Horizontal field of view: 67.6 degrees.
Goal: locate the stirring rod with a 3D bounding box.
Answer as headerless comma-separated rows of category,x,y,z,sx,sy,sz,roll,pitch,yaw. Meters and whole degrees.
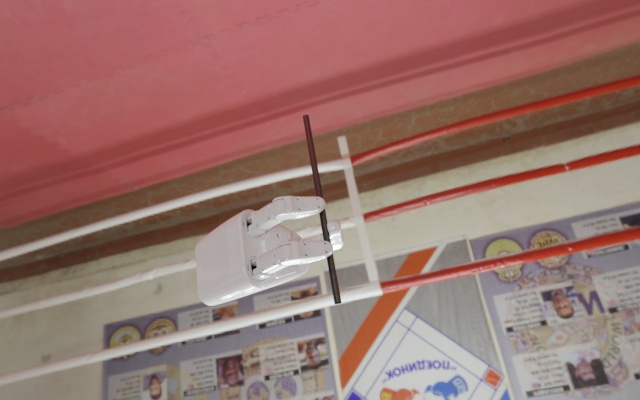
stirring rod,0.000,0.002,0.562,0.011,0.239,0.011,-8,-23,-4
